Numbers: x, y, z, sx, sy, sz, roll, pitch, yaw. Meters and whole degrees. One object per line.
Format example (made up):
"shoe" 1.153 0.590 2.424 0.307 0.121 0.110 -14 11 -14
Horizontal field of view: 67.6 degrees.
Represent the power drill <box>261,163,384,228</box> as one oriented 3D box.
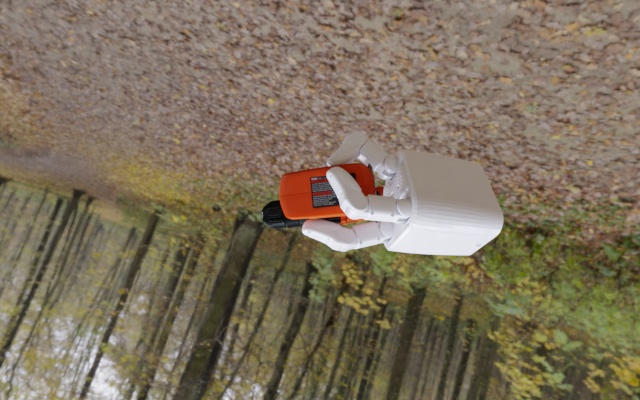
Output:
"power drill" 0.000 0.002 0.610 0.184 0.057 0.187 -8 -7 4
